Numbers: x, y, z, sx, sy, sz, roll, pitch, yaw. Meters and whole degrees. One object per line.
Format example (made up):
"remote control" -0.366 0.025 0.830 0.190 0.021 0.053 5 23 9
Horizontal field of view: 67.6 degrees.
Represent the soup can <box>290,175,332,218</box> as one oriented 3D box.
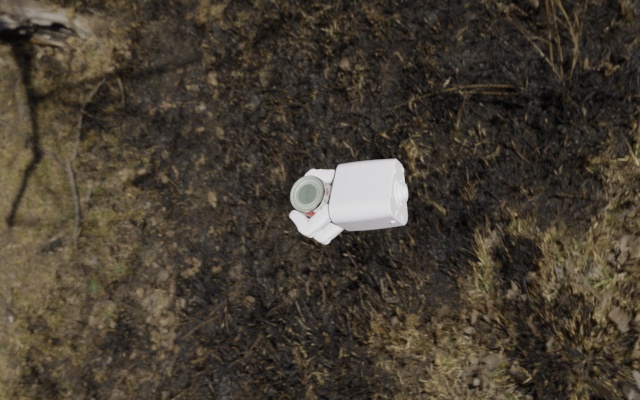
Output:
"soup can" 0.000 0.003 0.844 0.068 0.068 0.102 0 -16 29
